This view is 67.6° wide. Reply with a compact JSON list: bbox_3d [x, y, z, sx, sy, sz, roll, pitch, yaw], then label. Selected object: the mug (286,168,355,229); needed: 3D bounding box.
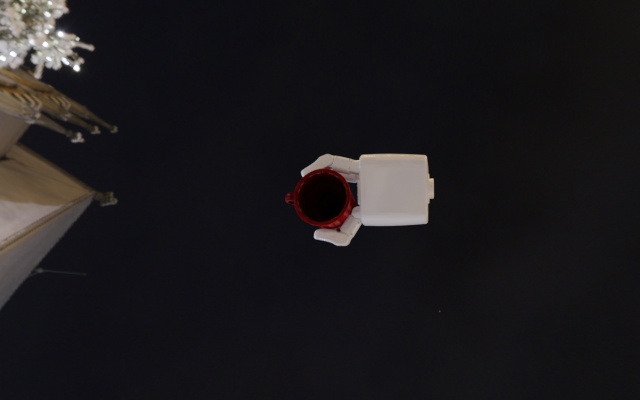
[{"bbox_3d":[-0.001,0.003,0.792,0.117,0.093,0.081,1,-12,15],"label":"mug"}]
